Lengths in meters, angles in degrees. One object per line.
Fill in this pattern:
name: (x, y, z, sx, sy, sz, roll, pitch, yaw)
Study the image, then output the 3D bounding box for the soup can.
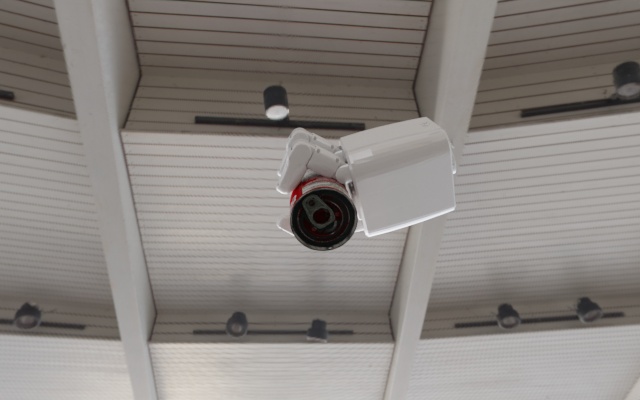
soup can: (0.000, 0.002, 0.519, 0.068, 0.068, 0.102, 0, 21, -4)
